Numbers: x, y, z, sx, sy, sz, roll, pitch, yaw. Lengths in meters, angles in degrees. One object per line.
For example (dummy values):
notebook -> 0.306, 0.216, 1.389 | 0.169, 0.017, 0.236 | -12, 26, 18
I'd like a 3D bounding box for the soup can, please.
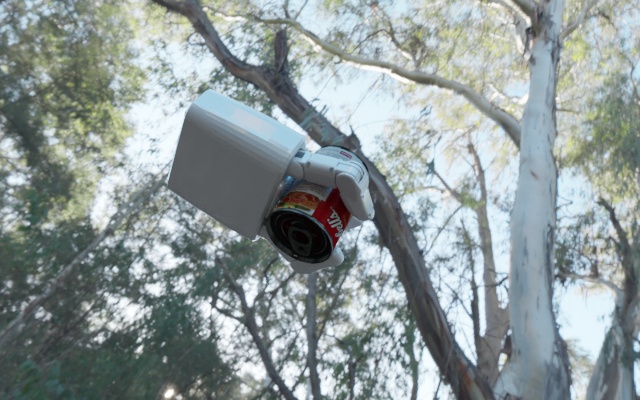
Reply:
soup can -> 0.001, 0.002, 0.465 | 0.068, 0.068, 0.102 | 0, 40, 32
